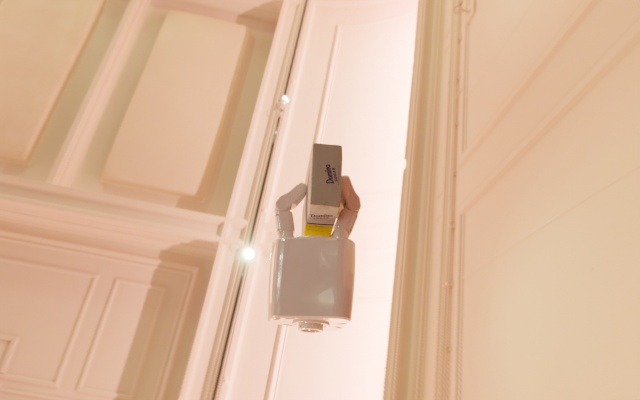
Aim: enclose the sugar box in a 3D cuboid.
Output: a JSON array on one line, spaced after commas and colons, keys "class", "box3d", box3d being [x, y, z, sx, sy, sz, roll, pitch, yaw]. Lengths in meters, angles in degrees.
[{"class": "sugar box", "box3d": [0.001, 0.002, 0.692, 0.048, 0.093, 0.176, 5, -25, -6]}]
